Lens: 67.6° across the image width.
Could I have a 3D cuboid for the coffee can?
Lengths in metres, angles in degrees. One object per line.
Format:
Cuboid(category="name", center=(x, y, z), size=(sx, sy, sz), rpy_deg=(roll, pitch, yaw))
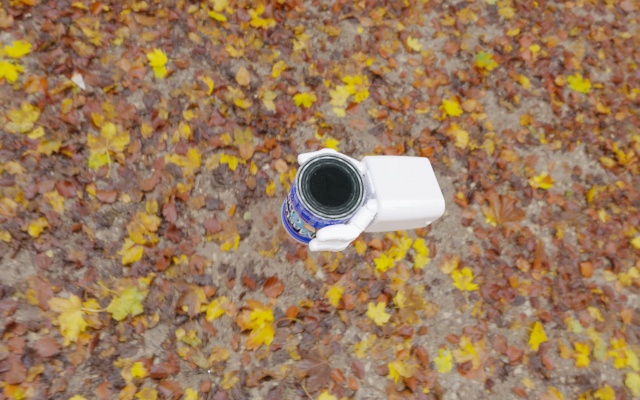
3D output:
Cuboid(category="coffee can", center=(0.000, 0.002, 0.730), size=(0.103, 0.102, 0.140), rpy_deg=(0, -19, -13))
